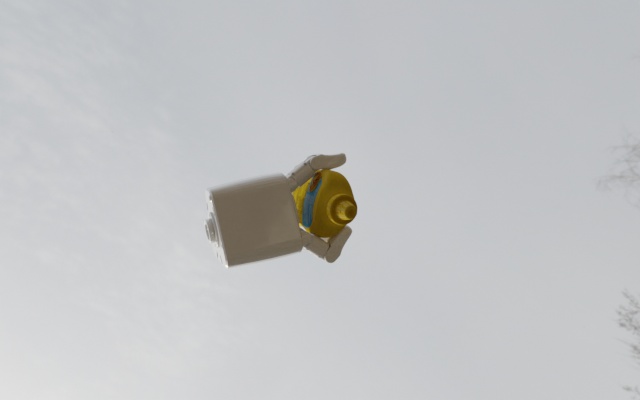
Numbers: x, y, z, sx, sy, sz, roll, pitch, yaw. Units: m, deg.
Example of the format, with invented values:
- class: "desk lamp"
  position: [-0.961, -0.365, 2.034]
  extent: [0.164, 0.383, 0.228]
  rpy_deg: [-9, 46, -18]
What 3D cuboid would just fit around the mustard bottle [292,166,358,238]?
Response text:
- class: "mustard bottle"
  position: [0.000, 0.002, 0.688]
  extent: [0.058, 0.096, 0.191]
  rpy_deg: [14, 2, -25]
